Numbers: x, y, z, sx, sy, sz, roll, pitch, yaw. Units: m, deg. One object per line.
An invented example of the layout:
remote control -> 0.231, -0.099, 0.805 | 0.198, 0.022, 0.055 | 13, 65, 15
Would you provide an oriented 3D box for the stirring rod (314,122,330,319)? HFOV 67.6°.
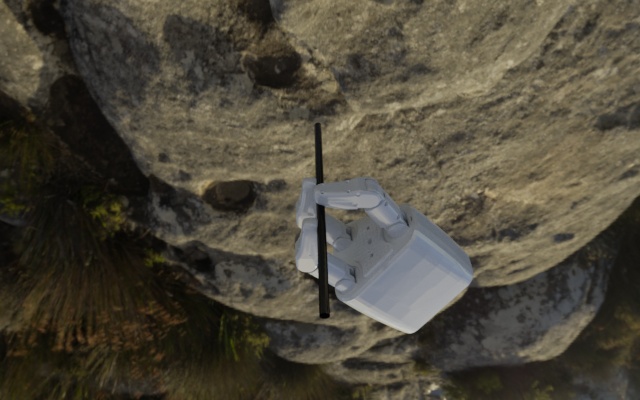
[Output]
stirring rod -> 0.000, 0.001, 0.438 | 0.011, 0.011, 0.239 | 0, 44, -2
